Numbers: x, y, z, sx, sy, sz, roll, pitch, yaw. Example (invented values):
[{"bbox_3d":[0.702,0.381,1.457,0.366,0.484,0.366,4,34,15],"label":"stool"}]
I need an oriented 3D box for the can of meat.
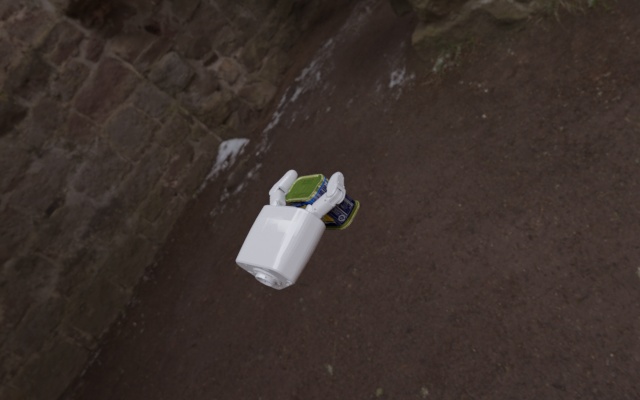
[{"bbox_3d":[0.000,0.002,0.795,0.084,0.057,0.102,39,-21,-24],"label":"can of meat"}]
